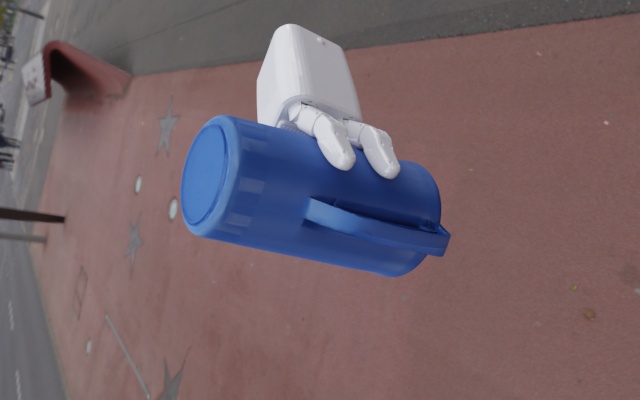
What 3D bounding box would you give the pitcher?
[{"bbox_3d":[0.000,0.001,0.467,0.243,0.145,0.149,13,-35,-36],"label":"pitcher"}]
